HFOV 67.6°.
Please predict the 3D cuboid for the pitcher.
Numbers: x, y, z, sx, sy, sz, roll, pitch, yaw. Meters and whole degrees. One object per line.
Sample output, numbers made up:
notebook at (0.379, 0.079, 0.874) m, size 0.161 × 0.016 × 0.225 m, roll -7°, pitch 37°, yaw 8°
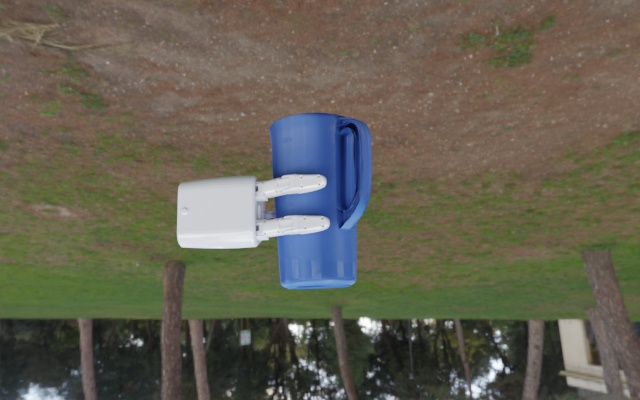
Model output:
pitcher at (0.000, 0.002, 0.688) m, size 0.145 × 0.242 × 0.149 m, roll -3°, pitch -12°, yaw 1°
